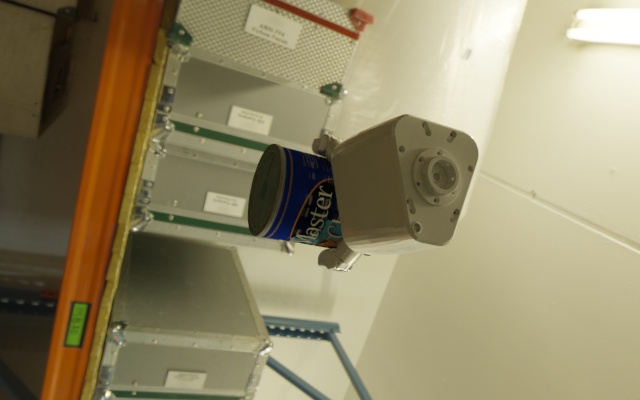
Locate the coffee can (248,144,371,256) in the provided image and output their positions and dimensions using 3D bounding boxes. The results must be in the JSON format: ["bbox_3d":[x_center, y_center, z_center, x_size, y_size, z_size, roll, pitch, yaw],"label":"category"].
[{"bbox_3d":[0.000,0.002,0.543,0.140,0.103,0.103,12,-5,-23],"label":"coffee can"}]
